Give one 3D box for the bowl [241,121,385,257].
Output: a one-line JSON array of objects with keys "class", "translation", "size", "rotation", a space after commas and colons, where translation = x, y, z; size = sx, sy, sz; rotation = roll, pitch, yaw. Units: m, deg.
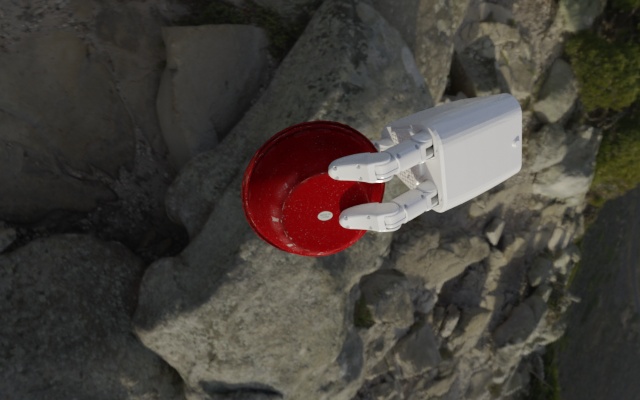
[{"class": "bowl", "translation": [-0.001, 0.002, 0.500], "size": [0.162, 0.162, 0.055], "rotation": [0, 27, -14]}]
